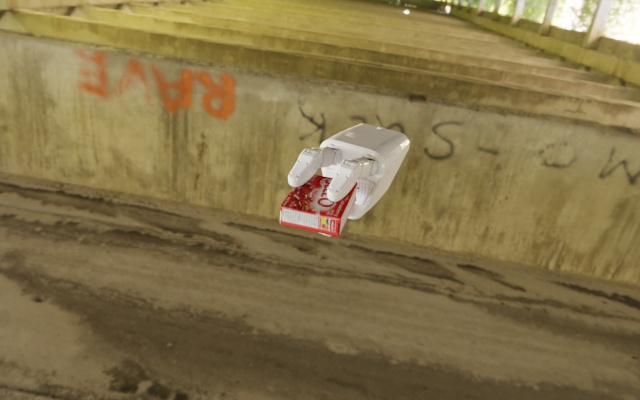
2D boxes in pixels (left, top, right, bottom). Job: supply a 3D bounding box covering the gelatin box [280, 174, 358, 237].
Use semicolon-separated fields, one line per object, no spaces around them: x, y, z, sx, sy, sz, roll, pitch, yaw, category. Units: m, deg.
0.000;0.002;0.580;0.073;0.030;0.089;12;34;13;gelatin box
